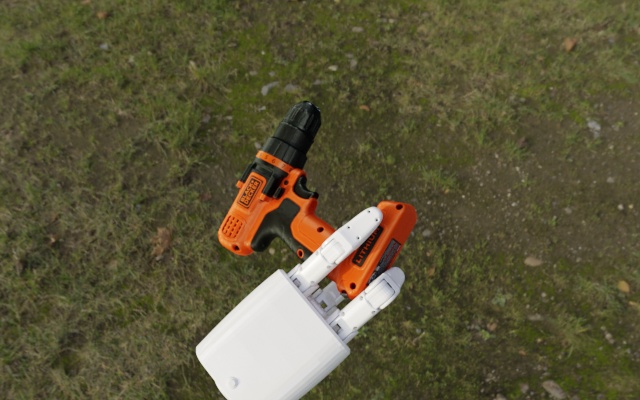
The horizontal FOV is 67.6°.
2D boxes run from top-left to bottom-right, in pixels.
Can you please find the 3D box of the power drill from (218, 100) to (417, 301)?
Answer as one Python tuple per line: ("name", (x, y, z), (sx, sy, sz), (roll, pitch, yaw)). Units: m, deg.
("power drill", (0.000, 0.002, 0.494), (0.187, 0.184, 0.057), (28, -1, 29))
